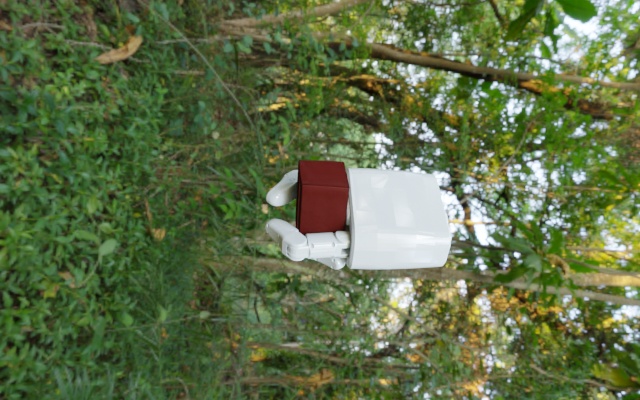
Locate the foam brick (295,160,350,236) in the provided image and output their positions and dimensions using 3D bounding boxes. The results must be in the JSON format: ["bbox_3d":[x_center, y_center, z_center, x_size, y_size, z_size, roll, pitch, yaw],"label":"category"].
[{"bbox_3d":[0.000,0.002,0.515,0.051,0.078,0.053,1,35,-5],"label":"foam brick"}]
